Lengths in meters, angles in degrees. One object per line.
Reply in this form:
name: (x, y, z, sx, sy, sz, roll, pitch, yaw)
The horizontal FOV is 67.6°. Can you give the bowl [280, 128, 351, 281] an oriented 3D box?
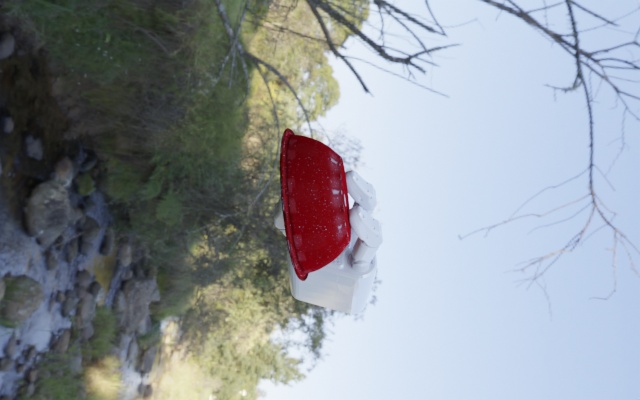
bowl: (0.000, 0.001, 0.502, 0.055, 0.162, 0.162, -6, -1, 7)
